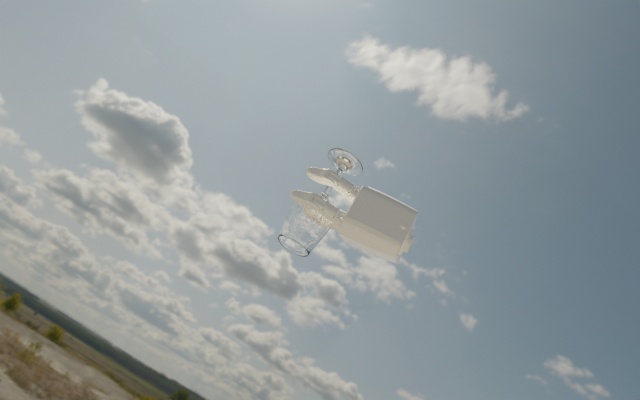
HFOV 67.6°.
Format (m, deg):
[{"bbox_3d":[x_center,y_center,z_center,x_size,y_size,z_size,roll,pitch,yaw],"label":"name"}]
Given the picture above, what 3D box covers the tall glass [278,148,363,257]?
[{"bbox_3d":[0.000,0.002,0.861,0.079,0.201,0.079,25,-27,14],"label":"tall glass"}]
